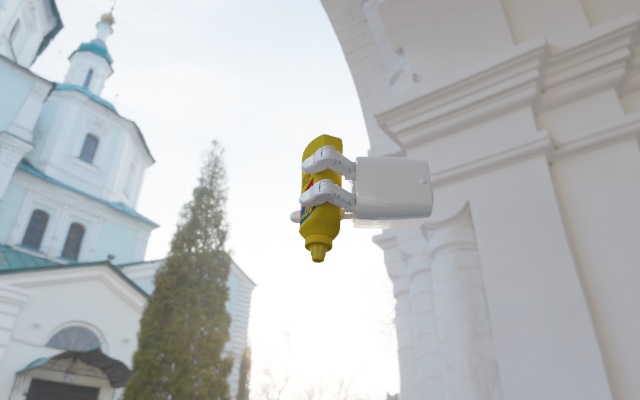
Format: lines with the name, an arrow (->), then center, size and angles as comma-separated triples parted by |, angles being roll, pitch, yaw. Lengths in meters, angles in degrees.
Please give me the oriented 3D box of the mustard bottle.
mustard bottle -> 0.000, 0.002, 0.711 | 0.058, 0.191, 0.096 | 14, -32, -20
